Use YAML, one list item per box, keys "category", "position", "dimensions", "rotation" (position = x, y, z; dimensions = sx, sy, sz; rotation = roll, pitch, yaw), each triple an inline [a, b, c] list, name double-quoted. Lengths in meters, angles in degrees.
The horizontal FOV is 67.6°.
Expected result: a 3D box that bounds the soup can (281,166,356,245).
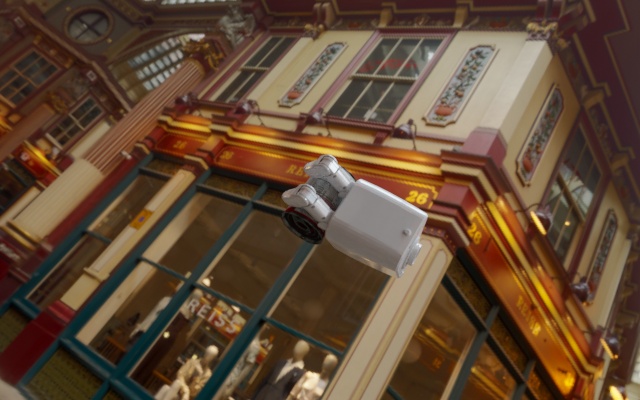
- category: "soup can"
  position: [0.000, 0.002, 0.681]
  dimensions: [0.068, 0.102, 0.068]
  rotation: [28, -26, 15]
